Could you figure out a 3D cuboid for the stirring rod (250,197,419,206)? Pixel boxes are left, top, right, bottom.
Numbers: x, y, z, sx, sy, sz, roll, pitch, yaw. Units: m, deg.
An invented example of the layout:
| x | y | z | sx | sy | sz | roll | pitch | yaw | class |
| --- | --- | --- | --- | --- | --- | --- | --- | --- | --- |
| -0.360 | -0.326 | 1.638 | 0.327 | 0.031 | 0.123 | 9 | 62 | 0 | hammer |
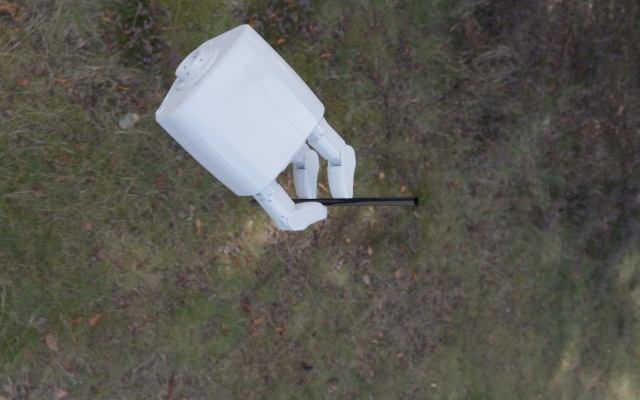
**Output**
| x | y | z | sx | sy | sz | roll | pitch | yaw | class |
| --- | --- | --- | --- | --- | --- | --- | --- | --- | --- |
| 0.000 | 0.002 | 0.503 | 0.011 | 0.011 | 0.239 | 0 | -1 | -44 | stirring rod |
